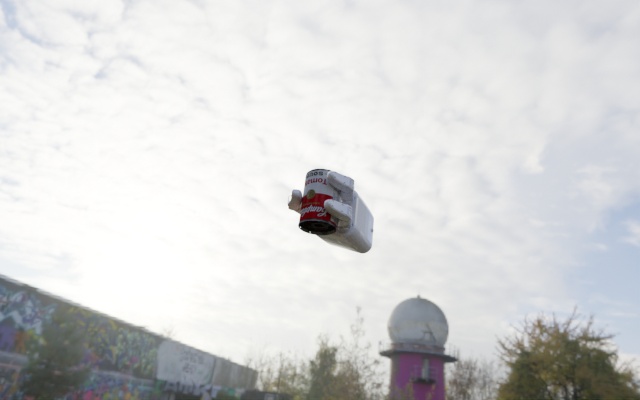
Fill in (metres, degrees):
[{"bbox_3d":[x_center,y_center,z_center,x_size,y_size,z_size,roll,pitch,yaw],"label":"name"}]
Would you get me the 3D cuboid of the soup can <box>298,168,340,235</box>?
[{"bbox_3d":[0.000,0.002,0.851,0.068,0.102,0.068,6,-25,3],"label":"soup can"}]
